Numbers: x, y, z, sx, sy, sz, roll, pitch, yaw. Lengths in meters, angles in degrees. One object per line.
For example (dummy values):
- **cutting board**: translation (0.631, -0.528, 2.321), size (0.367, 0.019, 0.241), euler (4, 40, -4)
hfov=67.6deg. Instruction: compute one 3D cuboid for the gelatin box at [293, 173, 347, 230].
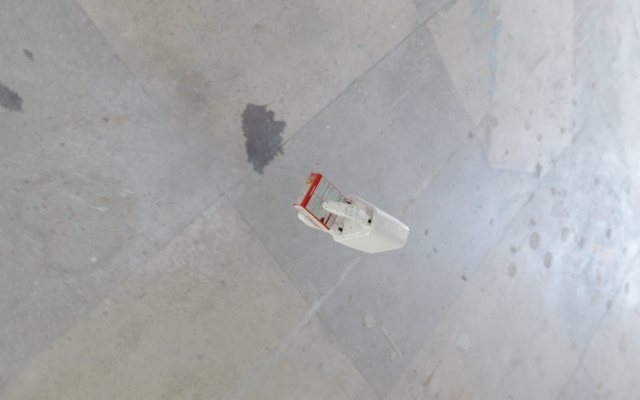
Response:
- **gelatin box**: translation (0.000, 0.003, 0.887), size (0.030, 0.073, 0.089), euler (8, -26, 47)
